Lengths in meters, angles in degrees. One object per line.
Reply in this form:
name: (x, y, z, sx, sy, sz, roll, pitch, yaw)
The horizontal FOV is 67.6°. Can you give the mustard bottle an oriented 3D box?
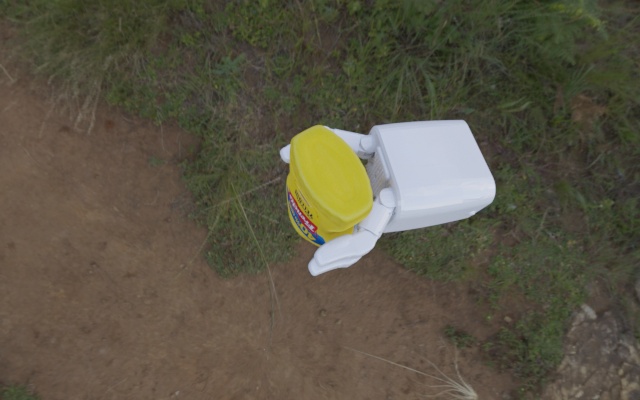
mustard bottle: (0.000, 0.002, 0.509, 0.058, 0.096, 0.192, -31, -11, -15)
